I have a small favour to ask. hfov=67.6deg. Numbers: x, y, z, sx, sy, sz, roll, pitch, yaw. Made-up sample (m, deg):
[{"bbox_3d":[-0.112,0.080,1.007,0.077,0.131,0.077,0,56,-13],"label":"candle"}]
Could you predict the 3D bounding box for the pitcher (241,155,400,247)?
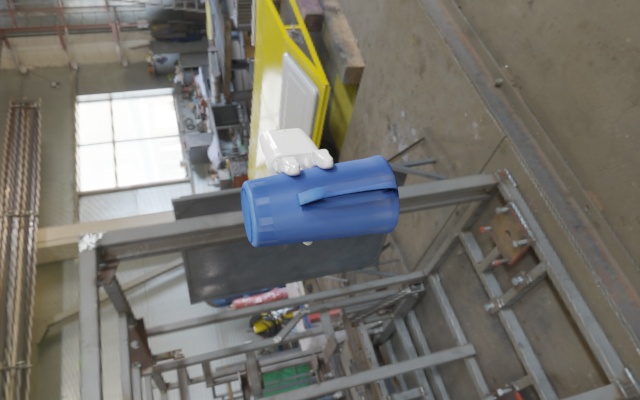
[{"bbox_3d":[0.000,0.002,0.776,0.243,0.149,0.145,-9,36,-15],"label":"pitcher"}]
